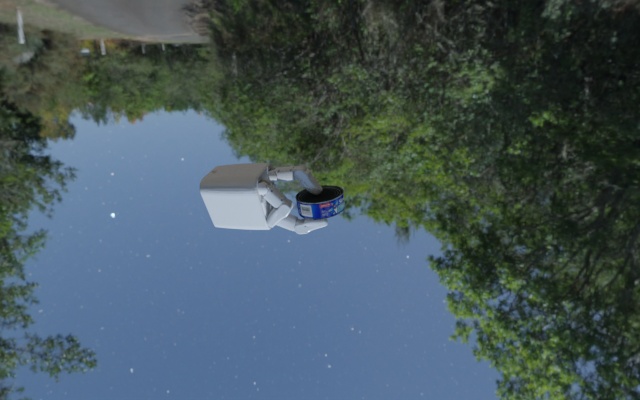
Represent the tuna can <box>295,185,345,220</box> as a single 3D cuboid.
[{"bbox_3d":[0.000,0.003,0.847,0.086,0.034,0.086,-7,21,3],"label":"tuna can"}]
